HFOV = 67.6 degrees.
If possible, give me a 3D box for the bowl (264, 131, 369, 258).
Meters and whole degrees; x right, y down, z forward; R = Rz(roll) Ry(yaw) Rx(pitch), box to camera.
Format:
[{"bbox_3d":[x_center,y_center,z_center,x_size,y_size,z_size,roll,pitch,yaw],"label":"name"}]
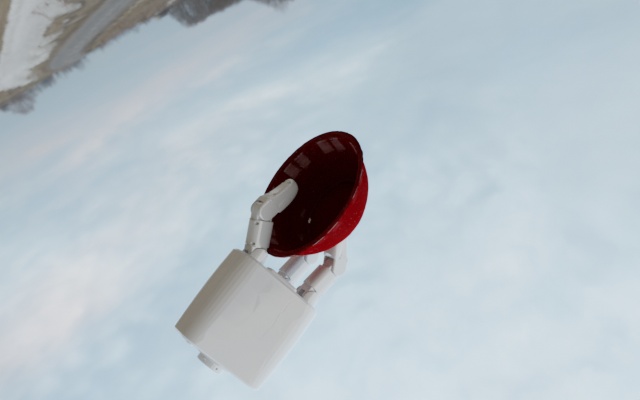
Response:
[{"bbox_3d":[0.001,0.001,0.545,0.055,0.162,0.162,35,-22,-35],"label":"bowl"}]
